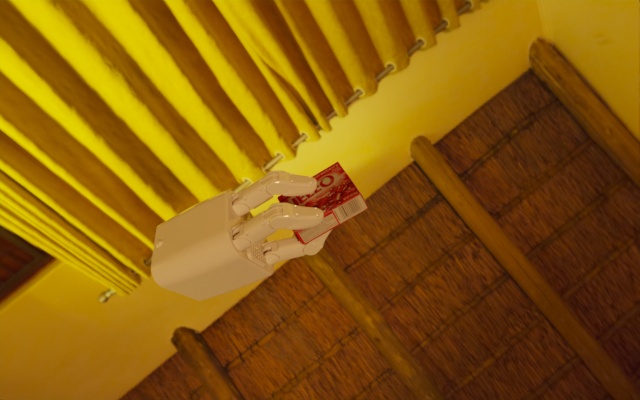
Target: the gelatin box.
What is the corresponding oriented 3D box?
[{"bbox_3d":[0.001,0.002,0.565,0.089,0.030,0.073,-30,40,0],"label":"gelatin box"}]
